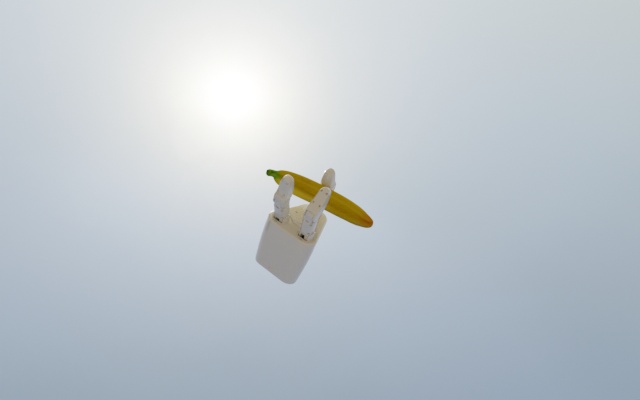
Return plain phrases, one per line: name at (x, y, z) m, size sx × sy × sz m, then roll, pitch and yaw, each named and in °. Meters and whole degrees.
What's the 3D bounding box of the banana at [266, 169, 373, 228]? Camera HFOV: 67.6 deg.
banana at (-0.002, -0.004, 0.817) m, size 0.198 × 0.037 × 0.069 m, roll 25°, pitch 17°, yaw -4°
